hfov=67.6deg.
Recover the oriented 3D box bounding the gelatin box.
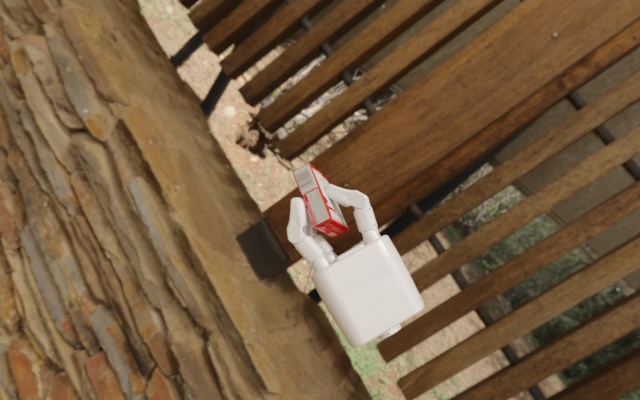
[{"bbox_3d":[0.000,0.002,0.652,0.030,0.089,0.073,-26,-21,12],"label":"gelatin box"}]
